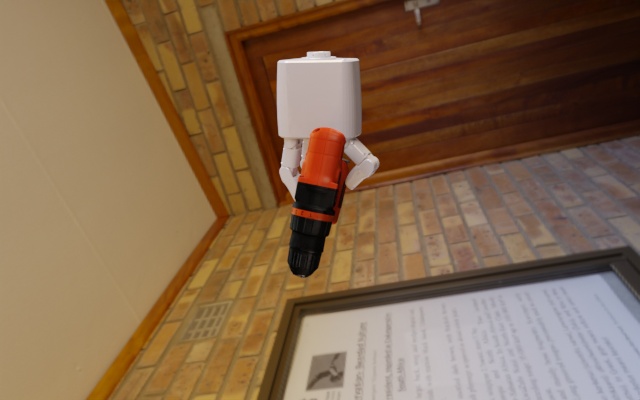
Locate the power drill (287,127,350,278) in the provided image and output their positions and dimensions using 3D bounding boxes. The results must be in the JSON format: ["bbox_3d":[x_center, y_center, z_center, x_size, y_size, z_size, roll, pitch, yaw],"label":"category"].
[{"bbox_3d":[0.000,0.002,0.648,0.057,0.184,0.187,13,2,3],"label":"power drill"}]
